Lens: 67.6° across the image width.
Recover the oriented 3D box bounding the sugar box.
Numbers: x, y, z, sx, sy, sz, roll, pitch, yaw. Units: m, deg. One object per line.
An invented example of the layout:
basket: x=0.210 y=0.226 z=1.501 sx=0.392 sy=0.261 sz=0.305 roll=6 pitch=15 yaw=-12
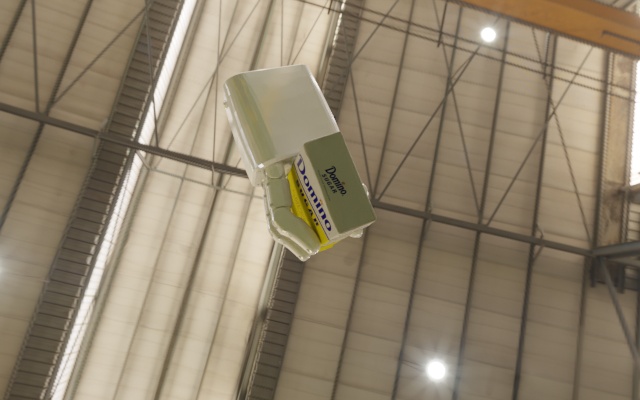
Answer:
sugar box: x=-0.001 y=0.002 z=0.515 sx=0.048 sy=0.093 sz=0.176 roll=-20 pitch=-9 yaw=-13
